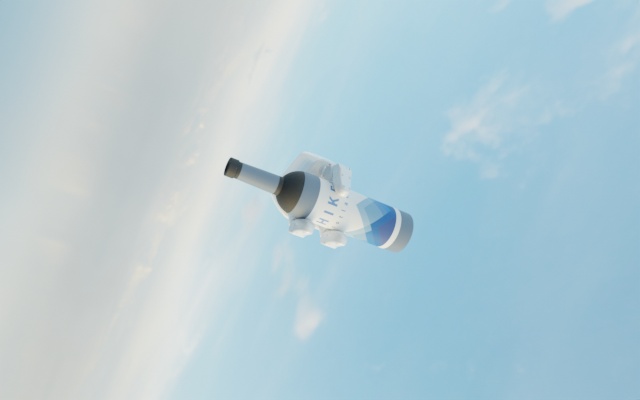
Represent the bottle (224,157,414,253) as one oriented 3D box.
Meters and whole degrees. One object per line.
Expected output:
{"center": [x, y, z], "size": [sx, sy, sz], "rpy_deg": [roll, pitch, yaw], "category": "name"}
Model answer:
{"center": [0.000, 0.002, 0.707], "size": [0.296, 0.069, 0.069], "rpy_deg": [21, -8, -21], "category": "bottle"}
